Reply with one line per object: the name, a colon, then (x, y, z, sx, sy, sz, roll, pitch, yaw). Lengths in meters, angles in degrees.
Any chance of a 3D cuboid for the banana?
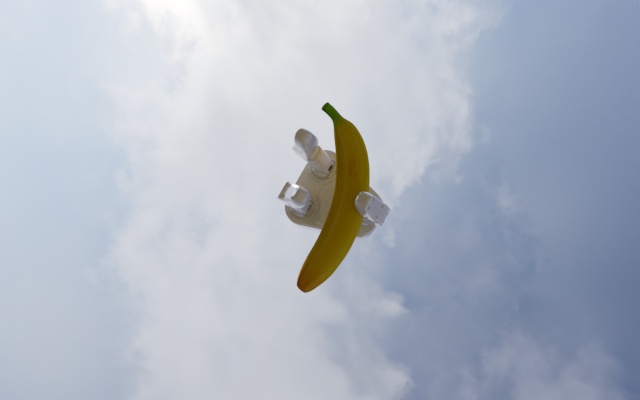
banana: (0.018, 0.001, 0.509, 0.069, 0.198, 0.037, 8, -4, -19)
